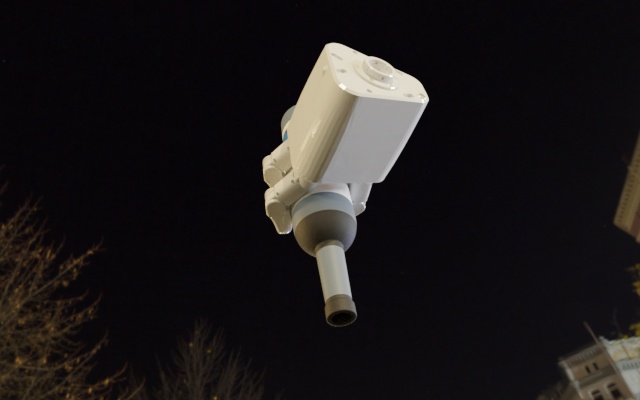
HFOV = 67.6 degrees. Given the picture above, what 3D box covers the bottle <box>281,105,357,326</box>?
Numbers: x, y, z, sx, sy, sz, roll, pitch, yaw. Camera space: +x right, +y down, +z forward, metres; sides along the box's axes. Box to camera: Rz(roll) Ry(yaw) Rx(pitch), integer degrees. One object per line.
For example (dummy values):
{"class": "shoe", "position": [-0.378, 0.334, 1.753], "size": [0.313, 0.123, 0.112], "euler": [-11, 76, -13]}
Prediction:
{"class": "bottle", "position": [0.000, 0.002, 0.525], "size": [0.069, 0.069, 0.295], "euler": [-5, 45, -5]}
